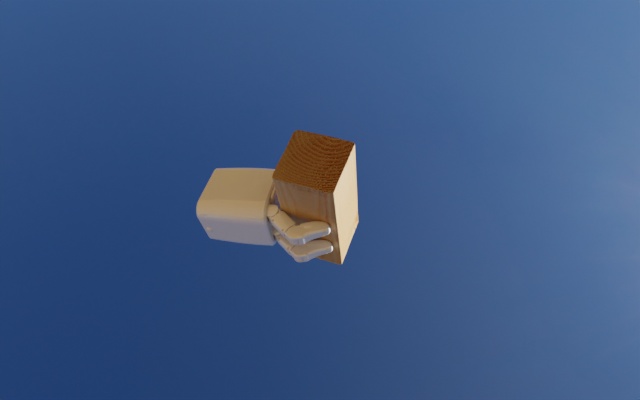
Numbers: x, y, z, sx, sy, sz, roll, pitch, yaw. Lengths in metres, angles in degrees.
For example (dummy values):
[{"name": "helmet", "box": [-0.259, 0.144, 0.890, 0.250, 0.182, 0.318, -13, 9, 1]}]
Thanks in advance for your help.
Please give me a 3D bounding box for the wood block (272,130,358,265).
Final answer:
[{"name": "wood block", "box": [0.000, 0.002, 0.717, 0.090, 0.090, 0.206, 14, -30, 15]}]
